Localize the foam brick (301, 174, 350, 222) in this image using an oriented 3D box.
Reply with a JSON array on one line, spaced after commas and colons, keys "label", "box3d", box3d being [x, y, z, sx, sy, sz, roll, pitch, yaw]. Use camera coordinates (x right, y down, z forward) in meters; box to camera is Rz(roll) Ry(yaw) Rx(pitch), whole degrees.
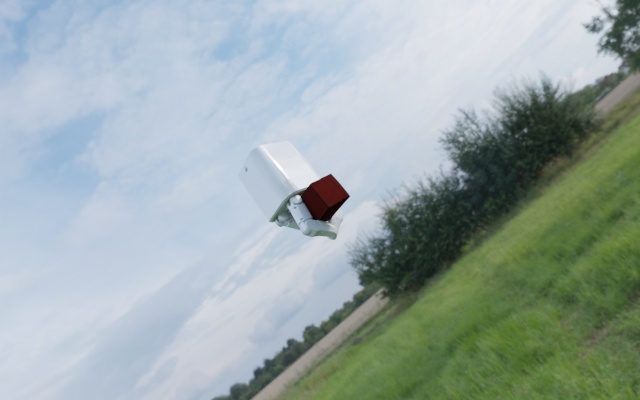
[{"label": "foam brick", "box3d": [0.000, 0.002, 0.787, 0.053, 0.051, 0.078, -27, -16, -39]}]
